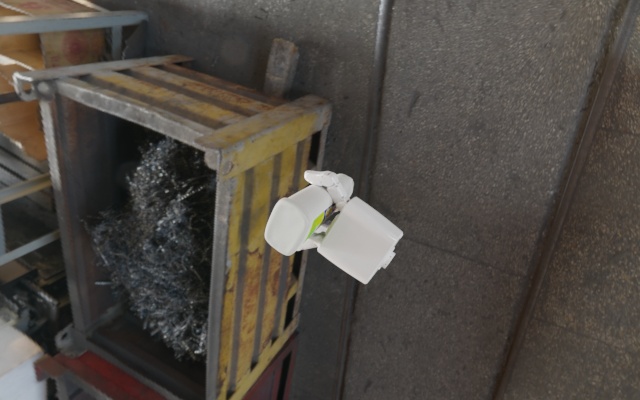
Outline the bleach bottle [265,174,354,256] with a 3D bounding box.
[{"bbox_3d":[0.000,0.003,0.869,0.068,0.103,0.250,36,35,12],"label":"bleach bottle"}]
